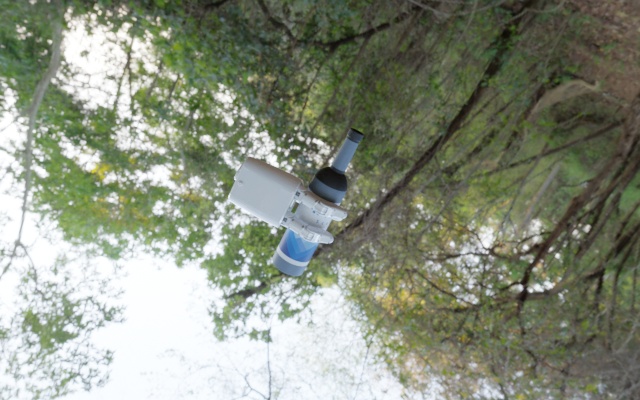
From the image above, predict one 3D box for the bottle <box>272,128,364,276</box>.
[{"bbox_3d":[0.000,0.003,0.881,0.069,0.296,0.069,24,19,-9],"label":"bottle"}]
